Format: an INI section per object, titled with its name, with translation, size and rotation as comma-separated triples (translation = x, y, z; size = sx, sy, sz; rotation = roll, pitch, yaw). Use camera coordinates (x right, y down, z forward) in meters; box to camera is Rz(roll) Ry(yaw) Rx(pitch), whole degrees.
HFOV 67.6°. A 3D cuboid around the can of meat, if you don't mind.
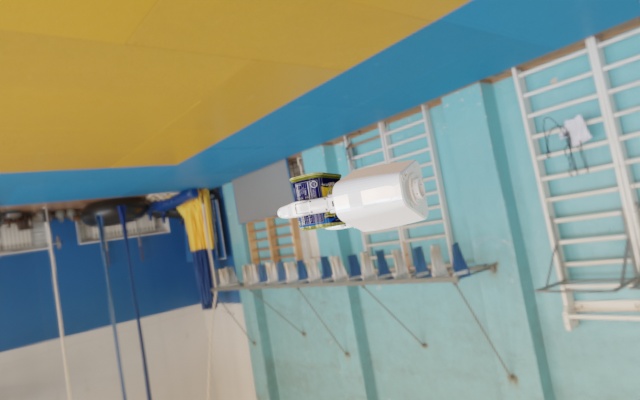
[can of meat]
translation = 0.000, 0.003, 0.766
size = 0.057, 0.084, 0.102
rotation = -12, -5, 26
